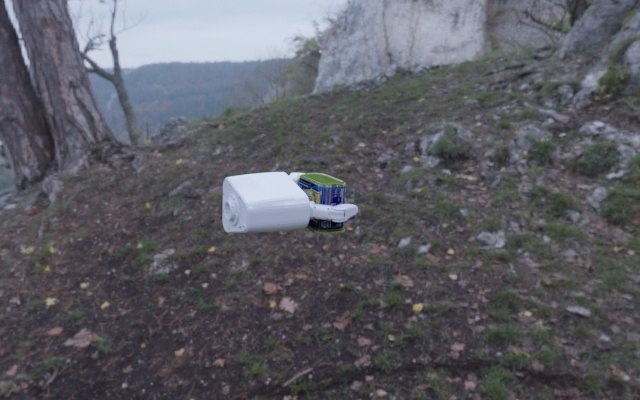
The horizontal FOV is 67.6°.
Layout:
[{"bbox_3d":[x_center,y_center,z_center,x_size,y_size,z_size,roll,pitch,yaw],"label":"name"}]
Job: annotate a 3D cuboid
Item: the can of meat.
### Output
[{"bbox_3d":[0.000,0.002,0.812,0.057,0.084,0.102,-4,16,-29],"label":"can of meat"}]
